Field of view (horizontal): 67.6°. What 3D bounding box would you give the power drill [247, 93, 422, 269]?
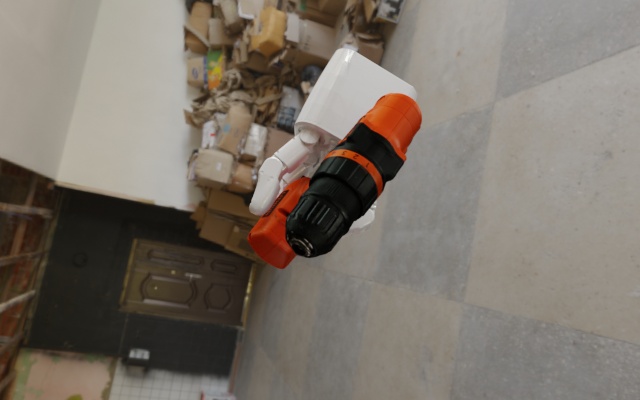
[{"bbox_3d":[0.000,0.001,0.435,0.184,0.057,0.188,-50,7,-36],"label":"power drill"}]
